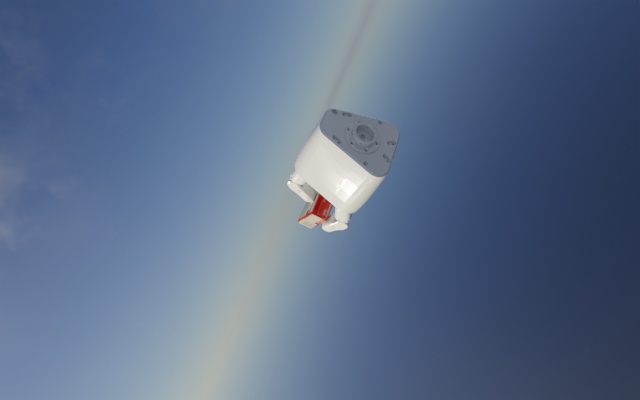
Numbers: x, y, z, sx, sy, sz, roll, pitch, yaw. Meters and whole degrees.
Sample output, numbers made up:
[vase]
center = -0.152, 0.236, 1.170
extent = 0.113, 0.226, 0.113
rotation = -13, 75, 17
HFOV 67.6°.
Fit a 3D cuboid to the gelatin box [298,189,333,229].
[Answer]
[gelatin box]
center = 0.000, 0.002, 0.774
extent = 0.030, 0.073, 0.089
rotation = 27, -18, -11
